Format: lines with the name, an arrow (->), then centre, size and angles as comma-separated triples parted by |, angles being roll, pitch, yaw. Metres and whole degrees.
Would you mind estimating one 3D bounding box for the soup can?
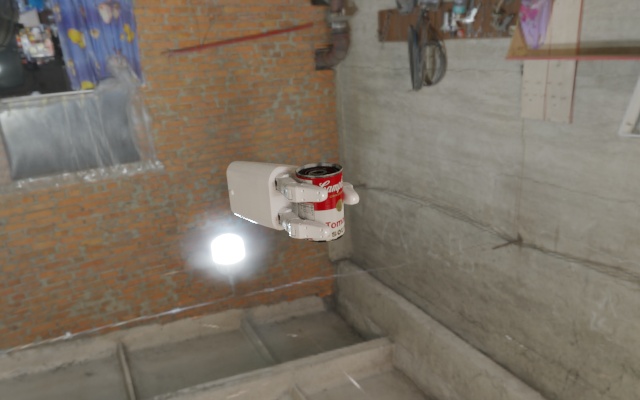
soup can -> 0.001, 0.003, 0.699 | 0.068, 0.102, 0.068 | -3, 20, 1
